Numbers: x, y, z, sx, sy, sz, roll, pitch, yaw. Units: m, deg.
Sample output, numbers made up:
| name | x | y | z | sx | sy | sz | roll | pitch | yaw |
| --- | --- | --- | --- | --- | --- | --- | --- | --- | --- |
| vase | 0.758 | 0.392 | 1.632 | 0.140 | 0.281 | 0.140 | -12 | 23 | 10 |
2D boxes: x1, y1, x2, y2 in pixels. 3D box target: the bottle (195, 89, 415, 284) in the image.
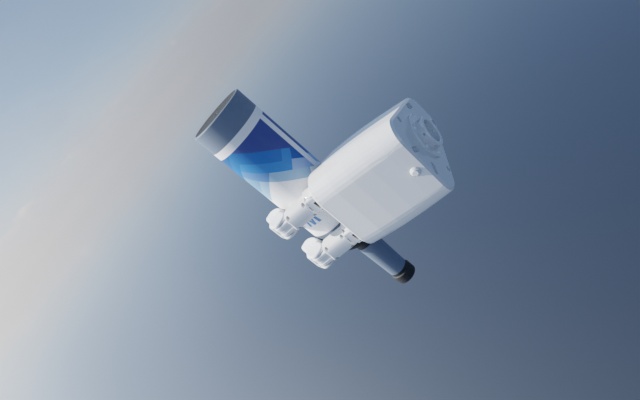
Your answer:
| name | x | y | z | sx | sy | sz | roll | pitch | yaw |
| --- | --- | --- | --- | --- | --- | --- | --- | --- | --- |
| bottle | 0.000 | 0.002 | 0.530 | 0.296 | 0.069 | 0.069 | 40 | -17 | -21 |
